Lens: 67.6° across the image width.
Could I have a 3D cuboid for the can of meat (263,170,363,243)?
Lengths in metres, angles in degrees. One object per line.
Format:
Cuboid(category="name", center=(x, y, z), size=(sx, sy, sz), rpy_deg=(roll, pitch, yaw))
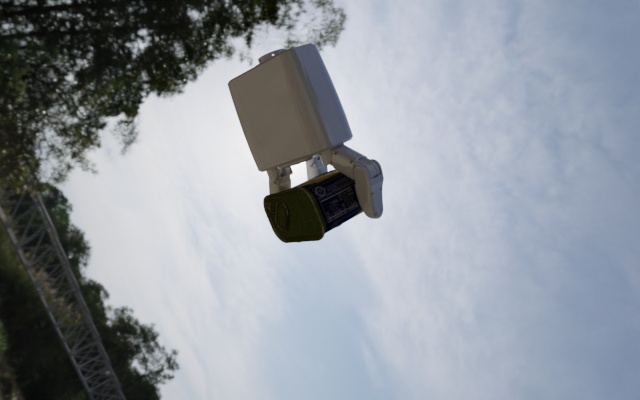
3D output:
Cuboid(category="can of meat", center=(0.000, 0.002, 0.516), size=(0.084, 0.057, 0.102), rpy_deg=(-27, 8, -32))
